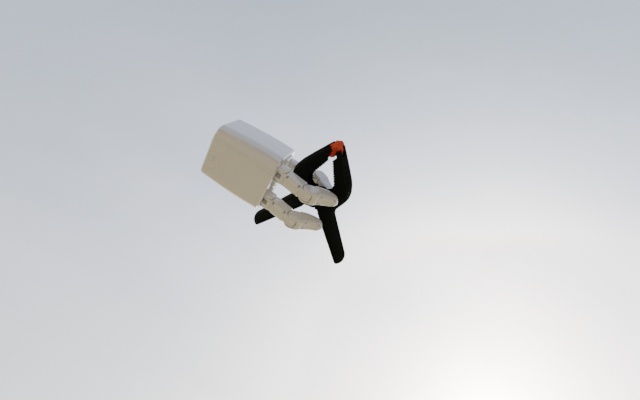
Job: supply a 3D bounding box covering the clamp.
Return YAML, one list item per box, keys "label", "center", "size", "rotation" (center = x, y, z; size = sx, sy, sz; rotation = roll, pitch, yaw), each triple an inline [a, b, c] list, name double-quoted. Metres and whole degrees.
- label: "clamp"
  center: [0.000, 0.002, 0.750]
  size: [0.164, 0.210, 0.036]
  rotation: [31, 35, -1]
